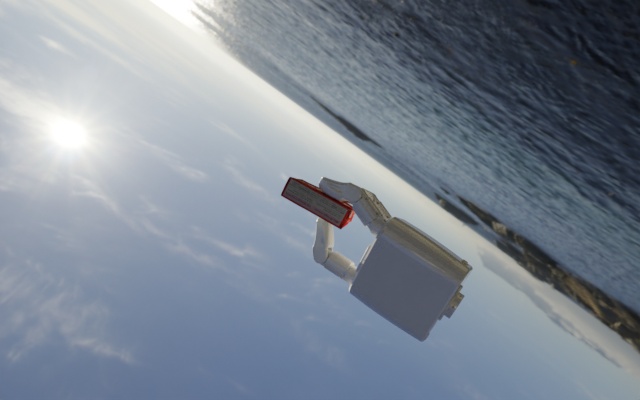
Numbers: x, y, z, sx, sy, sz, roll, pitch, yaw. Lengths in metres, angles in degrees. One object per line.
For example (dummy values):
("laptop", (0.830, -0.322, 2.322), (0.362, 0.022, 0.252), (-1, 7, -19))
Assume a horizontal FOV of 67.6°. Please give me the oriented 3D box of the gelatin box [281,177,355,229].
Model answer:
("gelatin box", (0.000, 0.002, 0.616), (0.089, 0.030, 0.073), (28, 5, 8))
